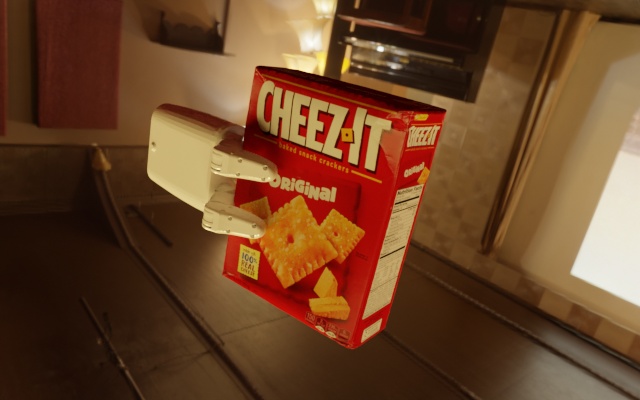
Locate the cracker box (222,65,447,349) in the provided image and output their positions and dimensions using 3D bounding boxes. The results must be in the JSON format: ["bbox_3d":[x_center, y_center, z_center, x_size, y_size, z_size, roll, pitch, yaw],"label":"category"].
[{"bbox_3d":[0.000,0.002,0.437,0.164,0.214,0.072,23,22,30],"label":"cracker box"}]
